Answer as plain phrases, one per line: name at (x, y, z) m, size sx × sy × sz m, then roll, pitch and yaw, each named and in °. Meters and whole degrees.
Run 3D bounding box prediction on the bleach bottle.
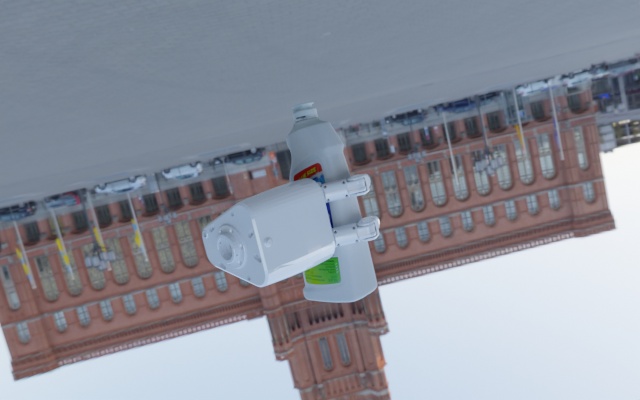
bleach bottle at (0.000, 0.002, 0.618) m, size 0.102 × 0.251 × 0.068 m, roll -7°, pitch 9°, yaw 44°
